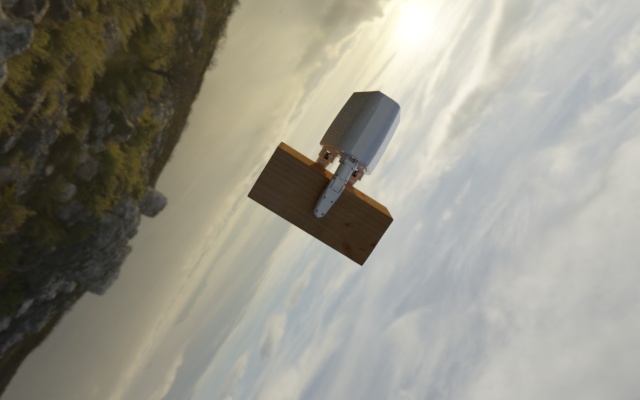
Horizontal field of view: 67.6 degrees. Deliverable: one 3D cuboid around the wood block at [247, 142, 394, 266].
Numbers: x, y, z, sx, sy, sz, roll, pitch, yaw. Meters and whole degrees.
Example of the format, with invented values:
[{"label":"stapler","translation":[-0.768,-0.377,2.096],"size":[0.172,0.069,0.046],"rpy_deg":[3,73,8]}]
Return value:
[{"label":"wood block","translation":[0.000,0.002,0.753],"size":[0.206,0.090,0.091],"rpy_deg":[32,11,-6]}]
